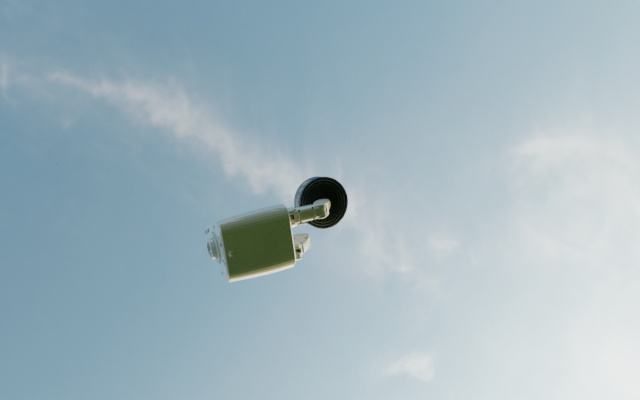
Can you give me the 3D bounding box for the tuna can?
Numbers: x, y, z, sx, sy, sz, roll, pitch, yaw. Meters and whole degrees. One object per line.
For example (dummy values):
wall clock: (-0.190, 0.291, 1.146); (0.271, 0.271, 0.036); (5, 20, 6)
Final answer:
tuna can: (0.000, 0.003, 0.795); (0.086, 0.086, 0.034); (0, 5, -23)
